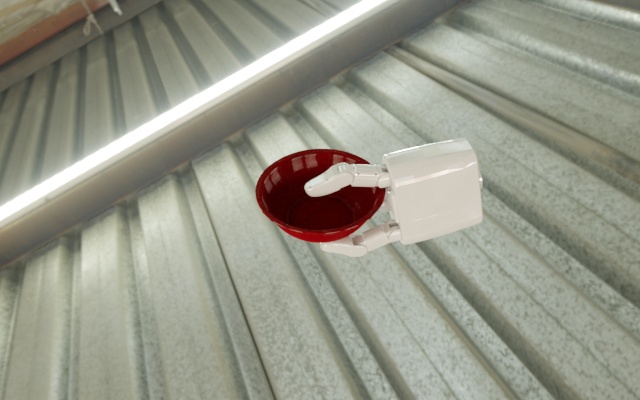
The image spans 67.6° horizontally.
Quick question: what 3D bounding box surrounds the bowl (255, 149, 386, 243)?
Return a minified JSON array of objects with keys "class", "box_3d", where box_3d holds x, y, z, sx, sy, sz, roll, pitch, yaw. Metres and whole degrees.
[{"class":"bowl","box_3d":[-0.001,0.002,0.610,0.162,0.055,0.162,-1,42,1]}]
